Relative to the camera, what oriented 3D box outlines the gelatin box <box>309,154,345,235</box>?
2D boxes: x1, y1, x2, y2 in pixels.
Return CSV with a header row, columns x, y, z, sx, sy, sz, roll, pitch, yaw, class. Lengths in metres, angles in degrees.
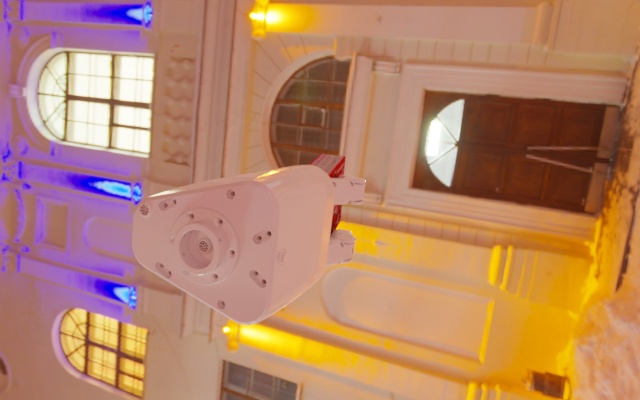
x,y,z,sx,sy,sz,roll,pitch,yaw,class
0.000,0.001,0.464,0.030,0.073,0.089,8,23,13,gelatin box
